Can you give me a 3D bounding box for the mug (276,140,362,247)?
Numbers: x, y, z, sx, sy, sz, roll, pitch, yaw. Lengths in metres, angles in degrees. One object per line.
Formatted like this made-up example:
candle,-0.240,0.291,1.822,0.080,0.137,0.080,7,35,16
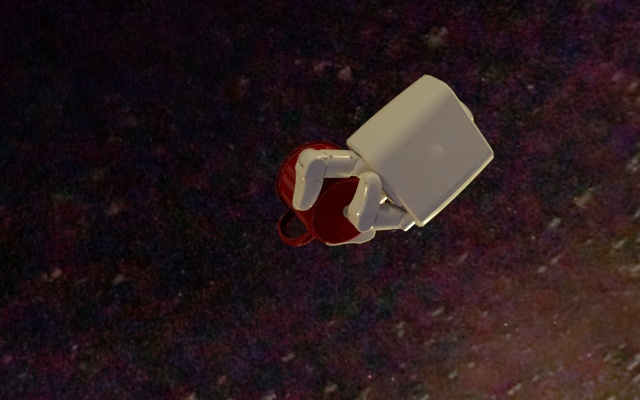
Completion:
mug,-0.001,0.003,0.518,0.093,0.117,0.081,44,3,-40
